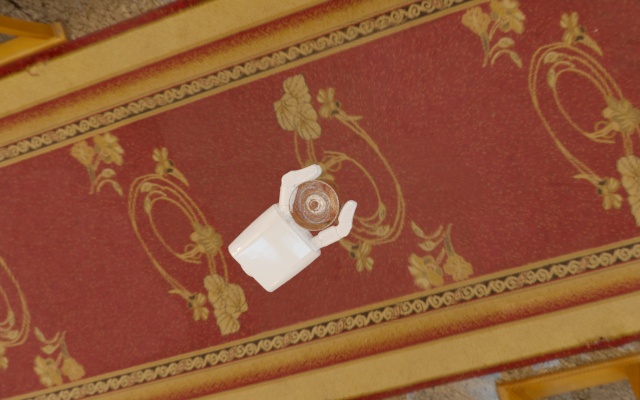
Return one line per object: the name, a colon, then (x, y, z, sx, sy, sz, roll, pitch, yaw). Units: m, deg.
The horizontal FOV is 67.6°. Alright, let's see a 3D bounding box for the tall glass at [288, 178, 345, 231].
tall glass: (0.000, 0.003, 0.793, 0.079, 0.079, 0.201, 0, 3, 6)
